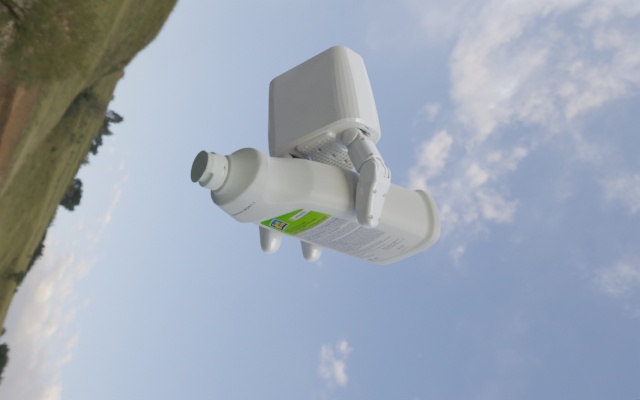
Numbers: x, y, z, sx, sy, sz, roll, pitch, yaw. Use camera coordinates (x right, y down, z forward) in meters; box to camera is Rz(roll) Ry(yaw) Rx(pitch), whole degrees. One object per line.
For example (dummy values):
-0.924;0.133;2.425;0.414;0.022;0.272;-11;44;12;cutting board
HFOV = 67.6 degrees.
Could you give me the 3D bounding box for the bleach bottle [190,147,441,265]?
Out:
0.000;0.002;0.459;0.251;0.068;0.102;20;-39;-38;bleach bottle
